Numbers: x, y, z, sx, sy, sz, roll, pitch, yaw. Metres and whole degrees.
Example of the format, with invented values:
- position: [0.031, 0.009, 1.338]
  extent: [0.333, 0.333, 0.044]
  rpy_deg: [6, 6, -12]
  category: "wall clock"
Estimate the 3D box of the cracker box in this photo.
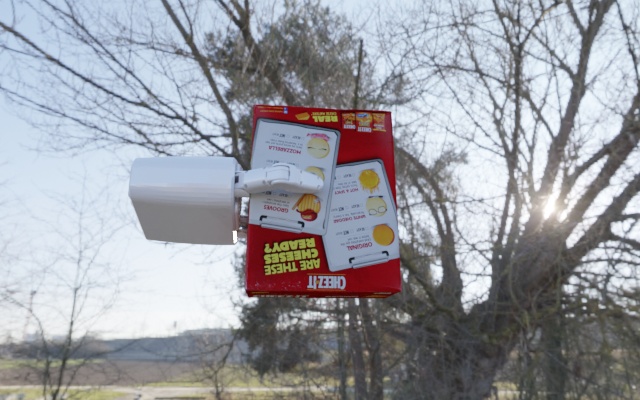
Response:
- position: [0.000, 0.002, 0.546]
  extent: [0.164, 0.213, 0.072]
  rpy_deg: [2, -18, -6]
  category: "cracker box"
